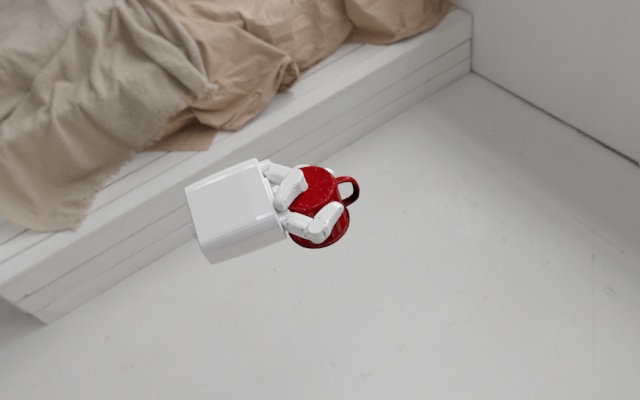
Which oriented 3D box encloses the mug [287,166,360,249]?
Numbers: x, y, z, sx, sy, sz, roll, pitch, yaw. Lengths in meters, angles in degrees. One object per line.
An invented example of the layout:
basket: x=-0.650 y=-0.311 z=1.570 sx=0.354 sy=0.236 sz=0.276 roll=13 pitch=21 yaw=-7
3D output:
mug: x=0.001 y=0.002 z=0.662 sx=0.117 sy=0.093 sz=0.082 roll=-22 pitch=-41 yaw=-4
